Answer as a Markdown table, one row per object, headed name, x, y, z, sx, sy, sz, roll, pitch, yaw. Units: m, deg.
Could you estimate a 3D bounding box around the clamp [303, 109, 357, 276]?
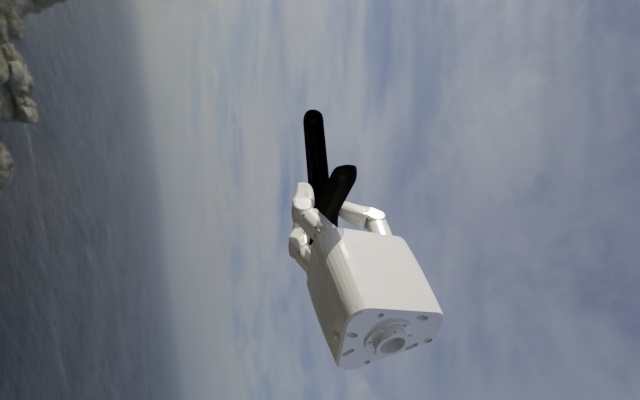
| name | x | y | z | sx | sy | sz | roll | pitch | yaw |
| --- | --- | --- | --- | --- | --- | --- | --- | --- | --- |
| clamp | 0.001 | 0.002 | 0.592 | 0.036 | 0.210 | 0.164 | -3 | 39 | -13 |
